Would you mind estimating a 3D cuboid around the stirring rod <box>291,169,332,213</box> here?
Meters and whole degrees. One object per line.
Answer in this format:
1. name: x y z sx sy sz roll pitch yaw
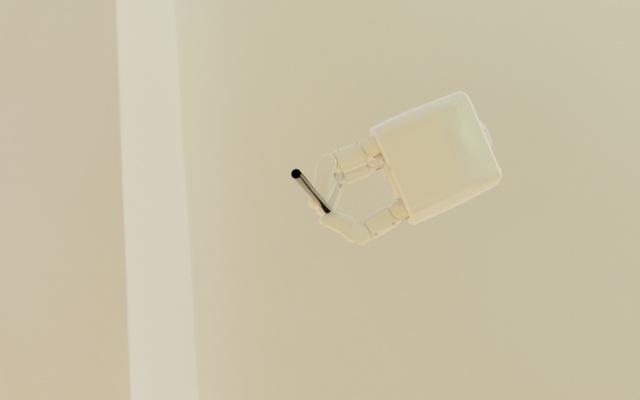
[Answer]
1. stirring rod: 0.000 0.002 0.481 0.011 0.011 0.239 0 -11 9
